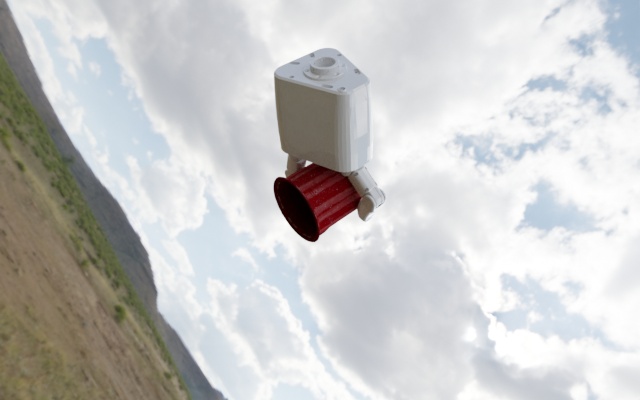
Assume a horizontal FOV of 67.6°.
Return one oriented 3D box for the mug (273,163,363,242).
[{"bbox_3d":[0.000,0.003,0.618,0.081,0.117,0.093,-32,50,-26],"label":"mug"}]
